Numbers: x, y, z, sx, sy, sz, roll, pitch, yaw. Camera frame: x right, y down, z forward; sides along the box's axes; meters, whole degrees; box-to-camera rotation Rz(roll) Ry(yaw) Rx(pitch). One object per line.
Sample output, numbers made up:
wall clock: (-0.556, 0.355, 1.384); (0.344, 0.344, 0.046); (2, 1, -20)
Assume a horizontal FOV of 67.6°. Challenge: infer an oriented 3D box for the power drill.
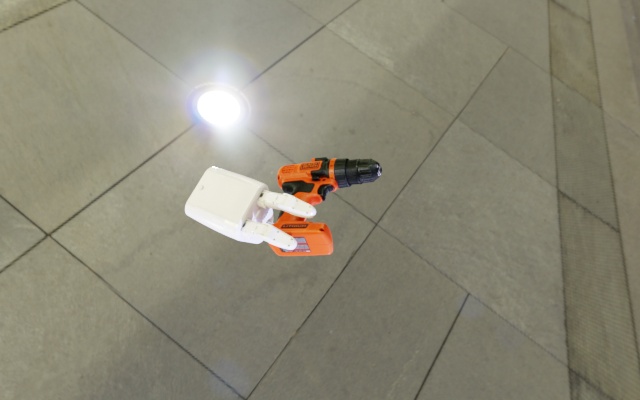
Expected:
power drill: (0.000, 0.003, 0.772); (0.184, 0.057, 0.187); (-5, 41, 22)
